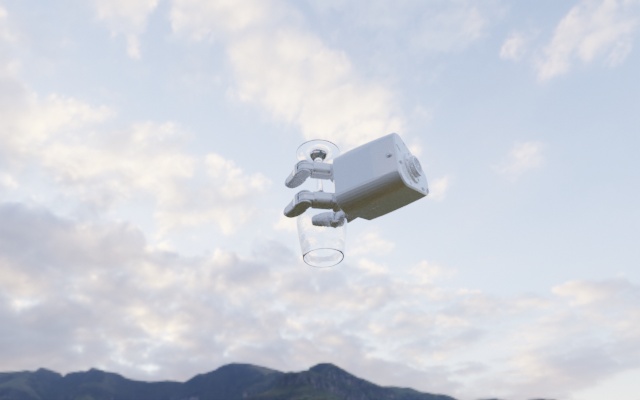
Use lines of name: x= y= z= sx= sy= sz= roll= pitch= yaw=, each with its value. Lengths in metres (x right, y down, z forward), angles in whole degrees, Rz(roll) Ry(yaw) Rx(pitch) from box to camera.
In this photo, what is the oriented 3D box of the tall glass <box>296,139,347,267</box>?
tall glass: x=0.000 y=0.002 z=0.758 sx=0.079 sy=0.201 sz=0.079 roll=-2 pitch=-33 yaw=-1
